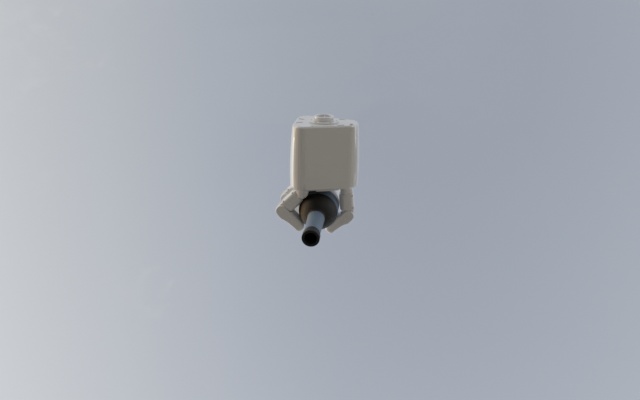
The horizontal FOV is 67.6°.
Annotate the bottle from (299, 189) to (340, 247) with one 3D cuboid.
[{"bbox_3d":[0.000,0.003,0.835,0.069,0.069,0.295,0,21,6],"label":"bottle"}]
